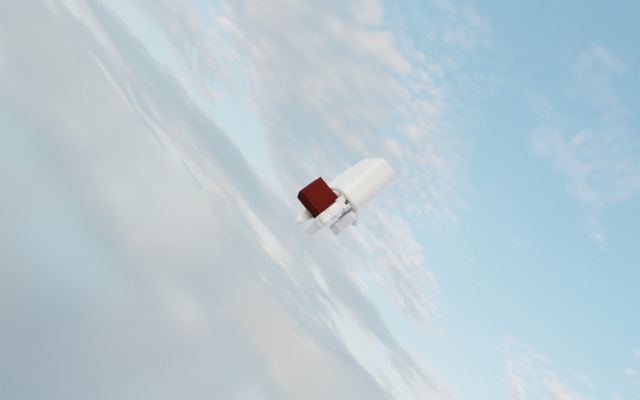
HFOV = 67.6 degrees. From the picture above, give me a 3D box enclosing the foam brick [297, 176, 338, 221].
[{"bbox_3d":[0.000,0.003,0.900,0.051,0.078,0.053,-39,-2,-13],"label":"foam brick"}]
